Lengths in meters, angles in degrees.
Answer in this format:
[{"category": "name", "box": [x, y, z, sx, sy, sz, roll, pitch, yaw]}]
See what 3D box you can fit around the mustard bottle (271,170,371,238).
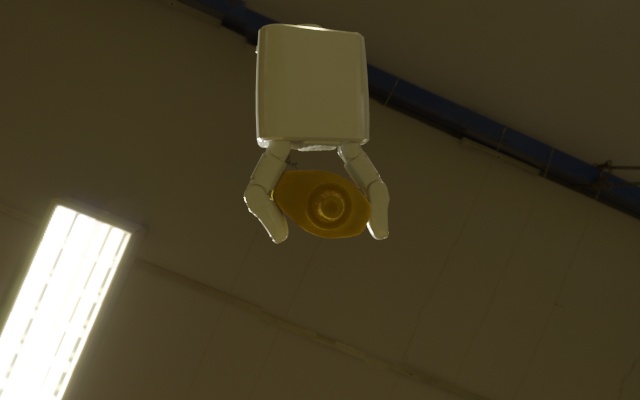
[{"category": "mustard bottle", "box": [0.000, 0.002, 0.476, 0.096, 0.058, 0.191, 24, -1, -6]}]
